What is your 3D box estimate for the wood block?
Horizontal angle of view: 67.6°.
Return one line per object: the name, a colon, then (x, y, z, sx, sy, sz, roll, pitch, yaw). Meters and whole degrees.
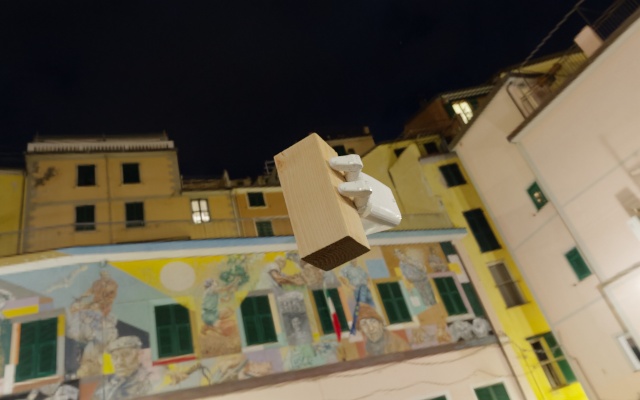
wood block: (0.000, 0.003, 0.815, 0.091, 0.206, 0.090, -29, -33, 18)
